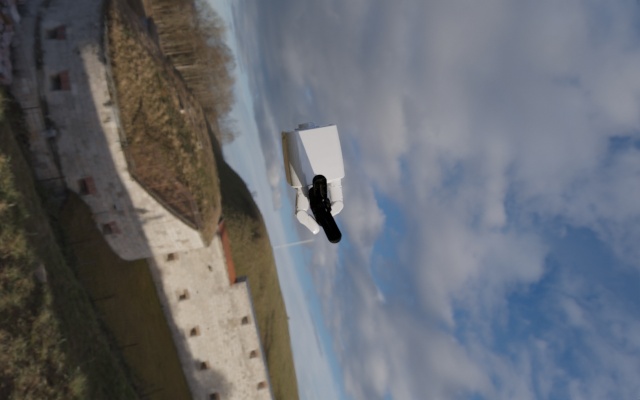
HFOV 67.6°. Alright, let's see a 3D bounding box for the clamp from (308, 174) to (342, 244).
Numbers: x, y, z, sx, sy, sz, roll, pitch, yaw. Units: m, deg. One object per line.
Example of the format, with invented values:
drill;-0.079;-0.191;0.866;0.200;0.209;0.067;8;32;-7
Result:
clamp;0.001;0.003;0.875;0.039;0.120;0.171;-10;12;-10
